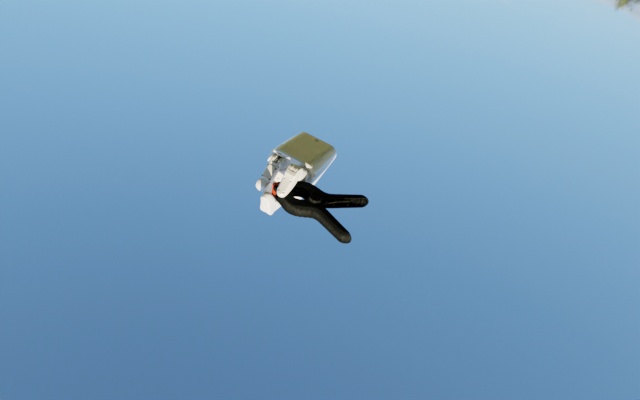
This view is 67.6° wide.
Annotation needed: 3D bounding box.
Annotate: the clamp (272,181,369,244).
[{"bbox_3d":[0.000,0.003,0.838,0.171,0.039,0.120,28,37,14],"label":"clamp"}]
